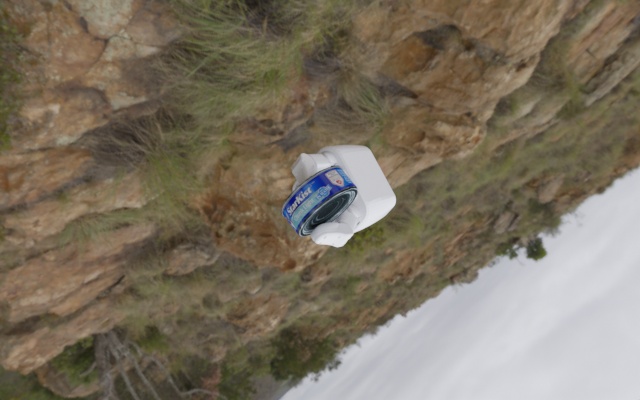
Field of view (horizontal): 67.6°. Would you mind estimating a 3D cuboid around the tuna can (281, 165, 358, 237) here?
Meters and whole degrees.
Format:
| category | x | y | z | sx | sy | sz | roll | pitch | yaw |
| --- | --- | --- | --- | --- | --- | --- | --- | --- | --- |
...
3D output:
| category | x | y | z | sx | sy | sz | roll | pitch | yaw |
| --- | --- | --- | --- | --- | --- | --- | --- | --- | --- |
| tuna can | 0.000 | 0.002 | 0.535 | 0.086 | 0.033 | 0.086 | -35 | -17 | -12 |
